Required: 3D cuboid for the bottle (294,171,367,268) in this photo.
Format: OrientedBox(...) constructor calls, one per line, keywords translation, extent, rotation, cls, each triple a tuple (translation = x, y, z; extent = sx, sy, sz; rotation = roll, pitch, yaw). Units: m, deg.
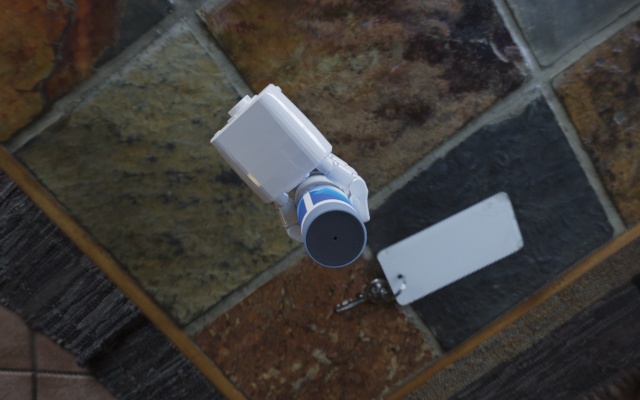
OrientedBox(translation=(0.000, 0.002, 0.635), extent=(0.069, 0.069, 0.295), rotation=(0, 15, -6), cls="bottle")
